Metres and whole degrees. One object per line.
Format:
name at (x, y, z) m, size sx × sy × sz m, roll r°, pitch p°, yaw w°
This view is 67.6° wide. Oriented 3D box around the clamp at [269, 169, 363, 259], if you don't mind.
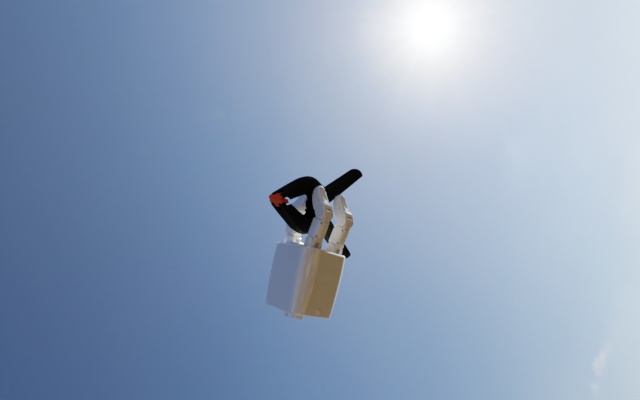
clamp at (-0.001, 0.003, 0.807) m, size 0.036 × 0.164 × 0.210 m, roll 5°, pitch -12°, yaw 41°
